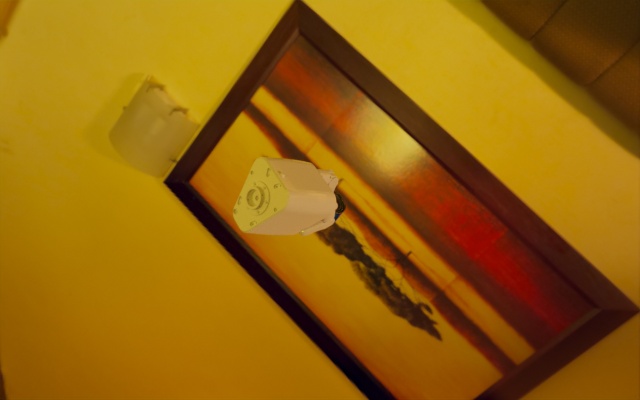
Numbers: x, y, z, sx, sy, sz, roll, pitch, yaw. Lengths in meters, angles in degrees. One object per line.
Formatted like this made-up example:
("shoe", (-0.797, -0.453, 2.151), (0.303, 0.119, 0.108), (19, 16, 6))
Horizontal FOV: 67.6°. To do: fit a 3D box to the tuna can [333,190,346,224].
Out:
("tuna can", (0.000, 0.003, 0.835), (0.086, 0.034, 0.086), (29, 27, -17))
